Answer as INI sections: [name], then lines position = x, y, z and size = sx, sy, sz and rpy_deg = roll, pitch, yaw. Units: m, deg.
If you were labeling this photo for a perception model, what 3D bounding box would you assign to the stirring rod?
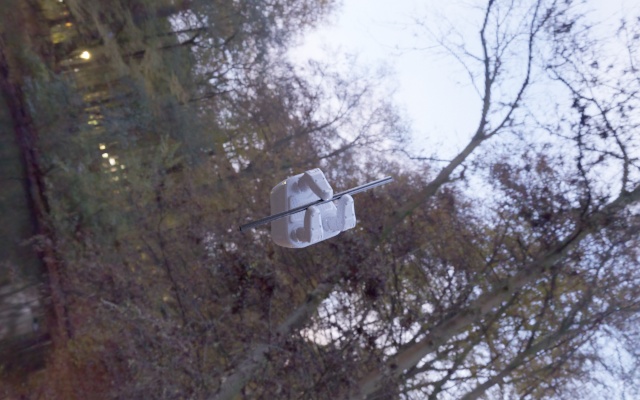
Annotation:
[stirring rod]
position = 0.000, 0.002, 0.675
size = 0.239, 0.011, 0.011
rpy_deg = -18, 7, -22
